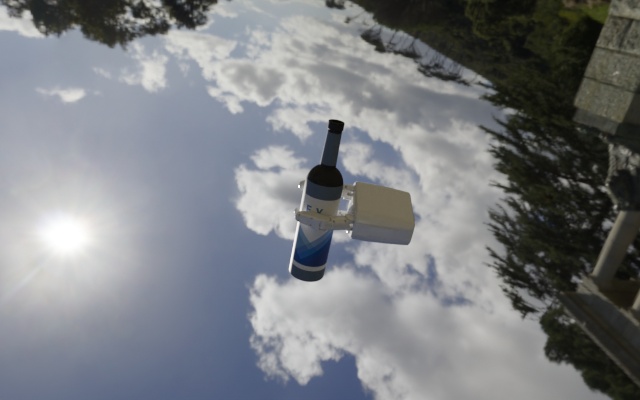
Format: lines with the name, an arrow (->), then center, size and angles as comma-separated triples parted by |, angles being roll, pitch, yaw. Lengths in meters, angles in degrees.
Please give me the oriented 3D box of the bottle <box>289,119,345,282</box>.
bottle -> 0.000, 0.003, 0.840 | 0.069, 0.296, 0.069 | 9, 24, -4
